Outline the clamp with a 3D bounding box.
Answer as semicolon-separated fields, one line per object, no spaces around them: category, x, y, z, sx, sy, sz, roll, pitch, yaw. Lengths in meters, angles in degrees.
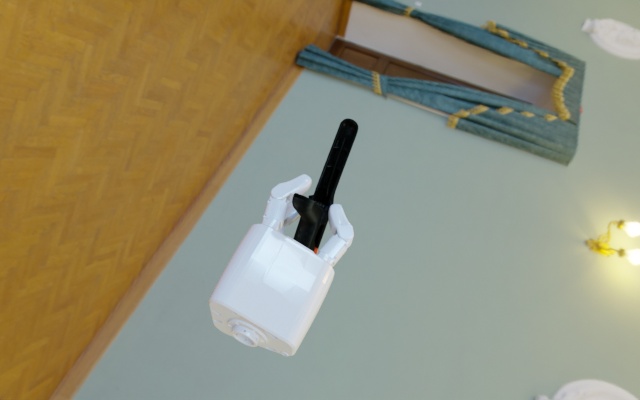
clamp;0.001;0.003;0.637;0.036;0.164;0.210;24;-34;9
